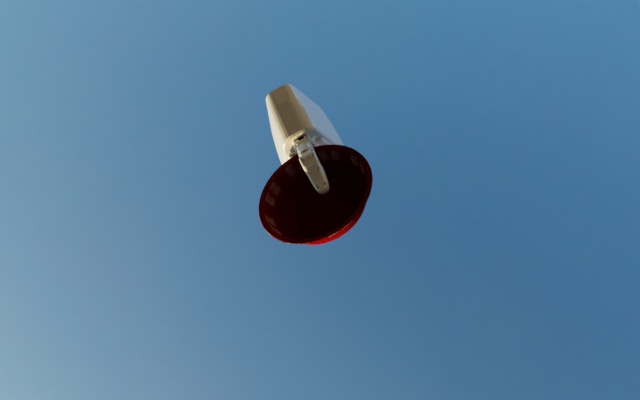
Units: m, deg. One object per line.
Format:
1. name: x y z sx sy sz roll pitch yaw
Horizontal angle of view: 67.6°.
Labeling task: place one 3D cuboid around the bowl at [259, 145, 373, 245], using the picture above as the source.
1. bowl: 0.000 0.003 0.644 0.162 0.162 0.055 0 -36 27
